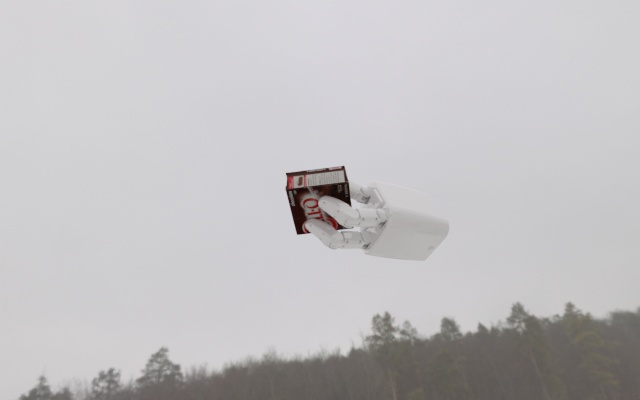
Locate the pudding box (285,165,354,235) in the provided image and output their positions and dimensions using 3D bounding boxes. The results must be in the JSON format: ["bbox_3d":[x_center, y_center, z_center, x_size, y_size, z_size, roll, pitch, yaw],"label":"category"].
[{"bbox_3d":[0.000,0.002,0.709,0.090,0.039,0.114,-8,-42,2],"label":"pudding box"}]
